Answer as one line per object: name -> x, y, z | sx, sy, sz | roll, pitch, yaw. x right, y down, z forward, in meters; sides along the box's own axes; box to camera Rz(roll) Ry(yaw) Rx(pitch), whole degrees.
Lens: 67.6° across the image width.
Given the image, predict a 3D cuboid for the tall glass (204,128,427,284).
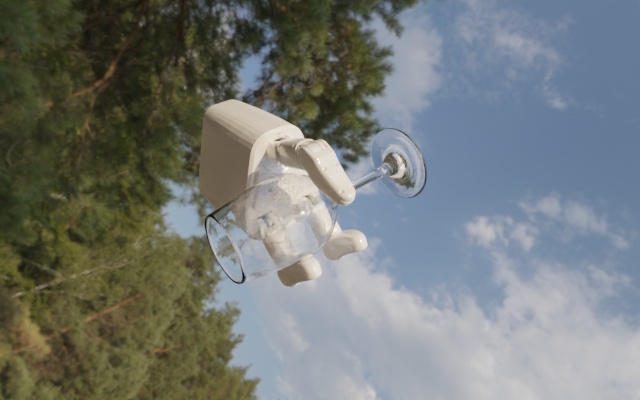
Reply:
tall glass -> 0.001, 0.001, 0.429 | 0.201, 0.079, 0.079 | -26, 14, -29
